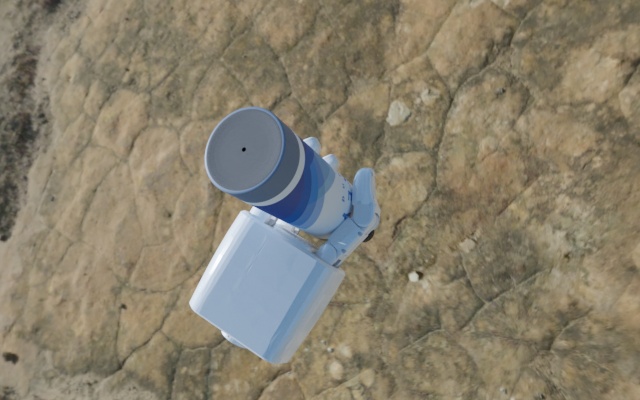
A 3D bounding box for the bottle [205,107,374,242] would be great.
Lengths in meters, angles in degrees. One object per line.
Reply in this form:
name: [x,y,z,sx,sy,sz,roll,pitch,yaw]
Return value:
bottle: [0.000,0.001,0.470,0.069,0.069,0.296,0,-15,23]
